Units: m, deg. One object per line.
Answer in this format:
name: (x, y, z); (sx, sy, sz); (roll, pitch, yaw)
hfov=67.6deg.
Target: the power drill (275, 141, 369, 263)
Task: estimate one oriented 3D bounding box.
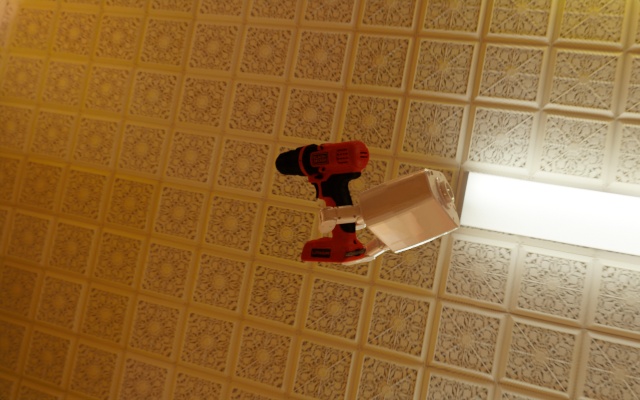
power drill: (0.000, 0.003, 0.762); (0.184, 0.187, 0.057); (-2, 4, 44)
